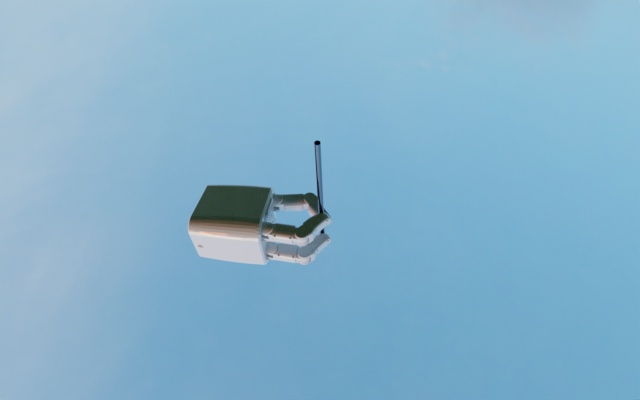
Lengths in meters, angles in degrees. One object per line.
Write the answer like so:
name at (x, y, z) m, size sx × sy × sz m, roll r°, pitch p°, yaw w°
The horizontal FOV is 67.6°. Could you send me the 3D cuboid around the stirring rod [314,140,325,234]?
stirring rod at (0.000, 0.002, 0.665) m, size 0.011 × 0.011 × 0.240 m, roll 0°, pitch -36°, yaw 2°
